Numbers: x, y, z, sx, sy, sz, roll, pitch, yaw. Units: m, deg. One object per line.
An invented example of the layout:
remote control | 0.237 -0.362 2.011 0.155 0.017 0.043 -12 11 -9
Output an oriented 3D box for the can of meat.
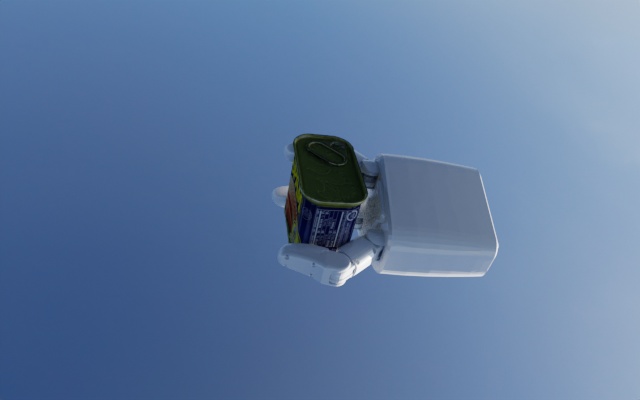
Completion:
can of meat | 0.000 0.002 0.438 0.057 0.084 0.102 3 39 -12
